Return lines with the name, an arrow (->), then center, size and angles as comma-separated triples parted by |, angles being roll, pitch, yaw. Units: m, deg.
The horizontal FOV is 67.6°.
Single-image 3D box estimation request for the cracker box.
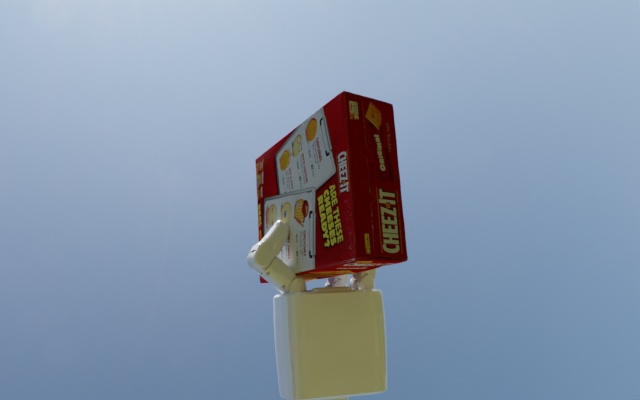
cracker box -> 0.000, 0.002, 0.534 | 0.072, 0.164, 0.214 | 5, -16, -30
